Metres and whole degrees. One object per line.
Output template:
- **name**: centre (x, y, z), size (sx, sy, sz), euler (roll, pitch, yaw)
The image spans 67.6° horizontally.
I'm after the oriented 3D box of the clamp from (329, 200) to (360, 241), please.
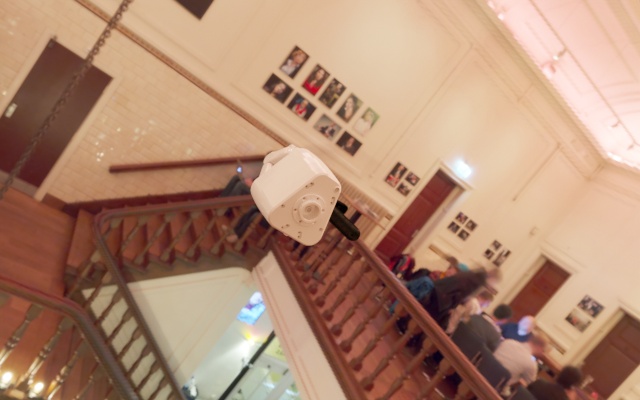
- **clamp**: centre (0.000, 0.002, 0.809), size (0.171, 0.039, 0.120), euler (33, 9, -29)
